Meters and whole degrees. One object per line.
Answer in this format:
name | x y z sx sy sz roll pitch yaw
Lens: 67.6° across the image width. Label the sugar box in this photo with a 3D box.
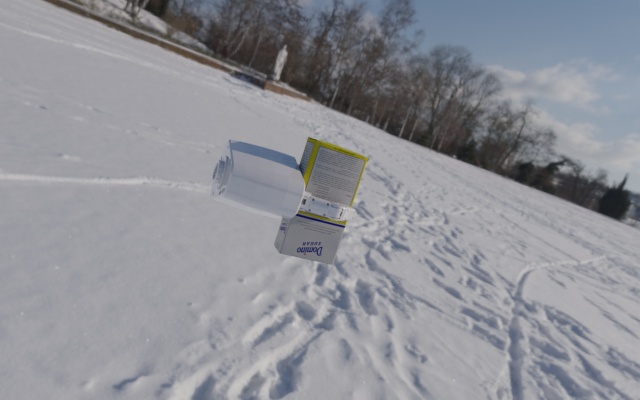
sugar box | 0.000 0.002 0.725 0.093 0.176 0.048 16 9 -23
